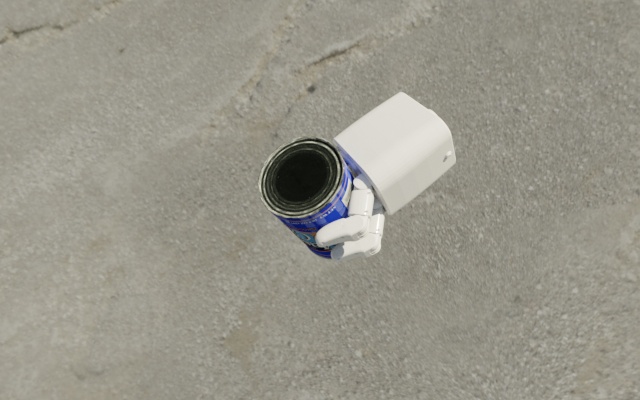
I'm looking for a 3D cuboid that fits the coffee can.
[{"bbox_3d":[0.000,0.002,0.584,0.103,0.102,0.140,0,-25,21],"label":"coffee can"}]
